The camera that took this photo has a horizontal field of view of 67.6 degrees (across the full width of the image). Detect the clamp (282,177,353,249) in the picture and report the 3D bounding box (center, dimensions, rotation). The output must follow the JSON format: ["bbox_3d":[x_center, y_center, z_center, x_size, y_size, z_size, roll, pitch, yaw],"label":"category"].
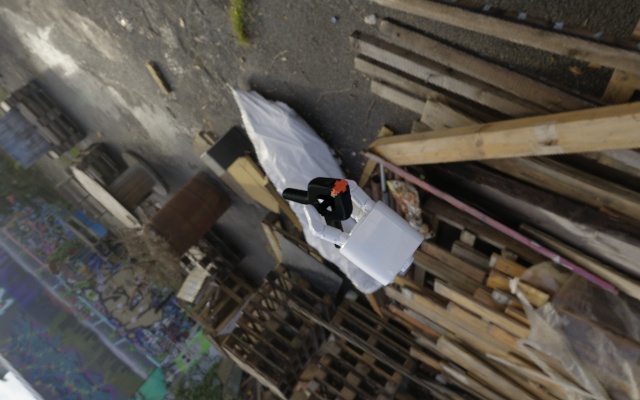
[{"bbox_3d":[0.000,0.003,0.878,0.164,0.036,0.210,39,-24,8],"label":"clamp"}]
